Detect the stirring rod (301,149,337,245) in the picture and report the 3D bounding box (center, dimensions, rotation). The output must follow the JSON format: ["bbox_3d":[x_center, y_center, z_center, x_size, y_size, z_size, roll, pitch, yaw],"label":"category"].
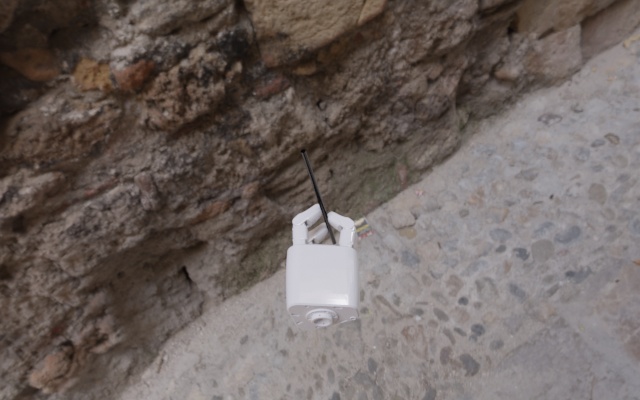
[{"bbox_3d":[0.000,0.003,0.796,0.011,0.011,0.240,0,-39,16],"label":"stirring rod"}]
